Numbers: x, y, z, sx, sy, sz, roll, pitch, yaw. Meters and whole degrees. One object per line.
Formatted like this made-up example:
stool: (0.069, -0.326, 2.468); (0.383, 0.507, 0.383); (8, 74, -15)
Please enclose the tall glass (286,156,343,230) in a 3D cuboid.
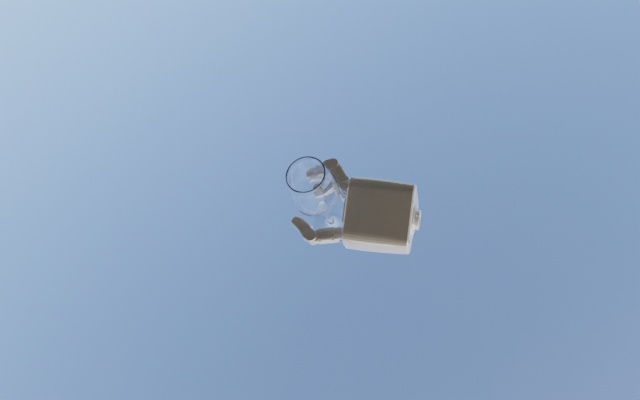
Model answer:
tall glass: (0.000, 0.003, 0.793); (0.079, 0.079, 0.201); (0, -25, 15)
